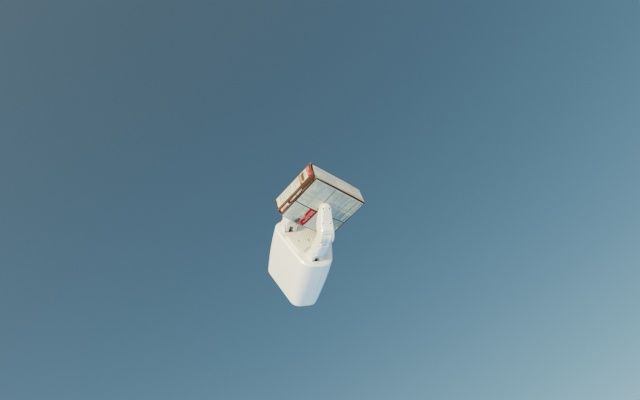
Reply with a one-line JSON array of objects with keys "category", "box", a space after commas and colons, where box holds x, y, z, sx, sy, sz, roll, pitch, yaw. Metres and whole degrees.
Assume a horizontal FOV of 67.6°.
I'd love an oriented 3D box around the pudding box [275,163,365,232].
[{"category": "pudding box", "box": [0.000, 0.003, 0.749, 0.113, 0.039, 0.090, 26, -62, -39]}]
